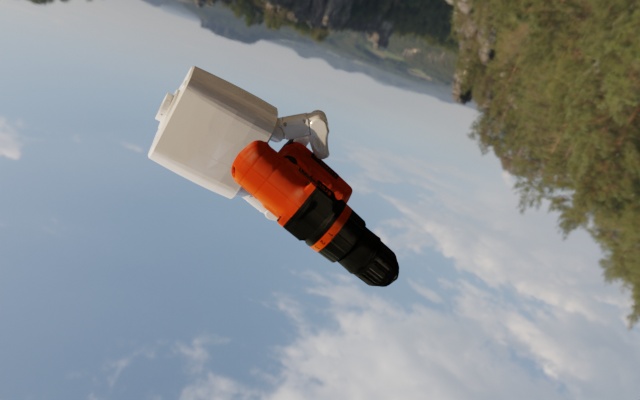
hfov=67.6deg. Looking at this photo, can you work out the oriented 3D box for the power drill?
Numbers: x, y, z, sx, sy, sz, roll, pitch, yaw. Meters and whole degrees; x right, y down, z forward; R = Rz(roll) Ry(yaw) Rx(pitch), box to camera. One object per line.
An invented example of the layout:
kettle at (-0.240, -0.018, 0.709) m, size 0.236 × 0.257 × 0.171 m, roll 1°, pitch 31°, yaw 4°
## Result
power drill at (0.000, 0.001, 0.504) m, size 0.184 × 0.057 × 0.187 m, roll 41°, pitch 8°, yaw -7°
